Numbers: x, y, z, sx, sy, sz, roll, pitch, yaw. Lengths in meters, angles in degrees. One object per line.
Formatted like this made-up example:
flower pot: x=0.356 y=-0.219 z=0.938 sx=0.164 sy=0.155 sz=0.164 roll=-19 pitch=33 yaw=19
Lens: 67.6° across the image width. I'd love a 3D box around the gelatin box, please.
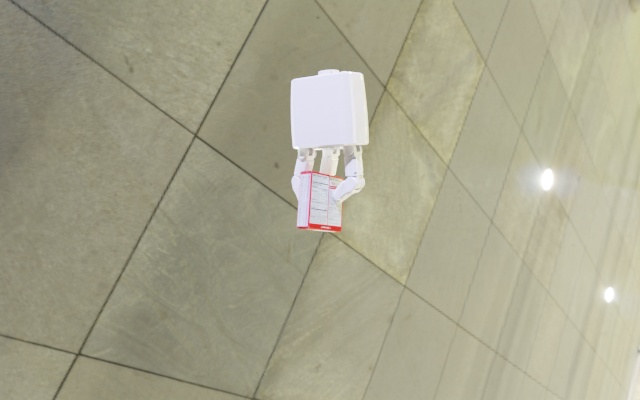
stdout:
gelatin box: x=0.000 y=0.003 z=0.742 sx=0.030 sy=0.089 sz=0.073 roll=-4 pitch=-9 yaw=45
